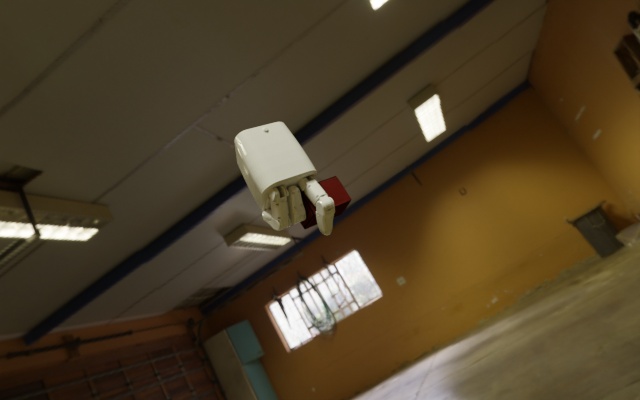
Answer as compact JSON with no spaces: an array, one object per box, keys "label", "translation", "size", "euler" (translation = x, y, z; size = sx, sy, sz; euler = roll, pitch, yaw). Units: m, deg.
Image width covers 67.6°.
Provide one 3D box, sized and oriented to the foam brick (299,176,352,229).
[{"label":"foam brick","translation":[0.000,0.003,0.775],"size":[0.078,0.051,0.053],"euler":[-20,-21,-32]}]
